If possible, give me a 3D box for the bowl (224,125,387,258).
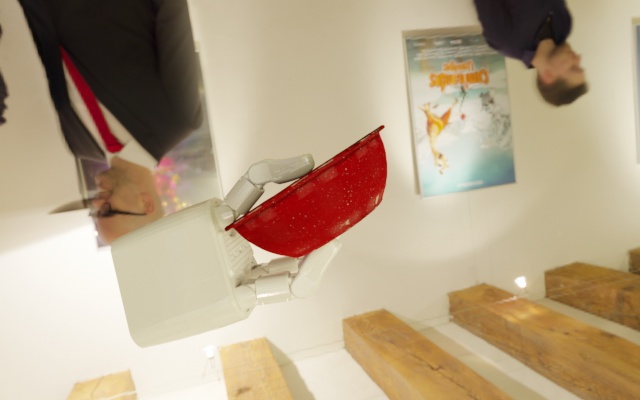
[{"bbox_3d":[0.001,0.001,0.410,0.162,0.055,0.162,-34,3,2],"label":"bowl"}]
